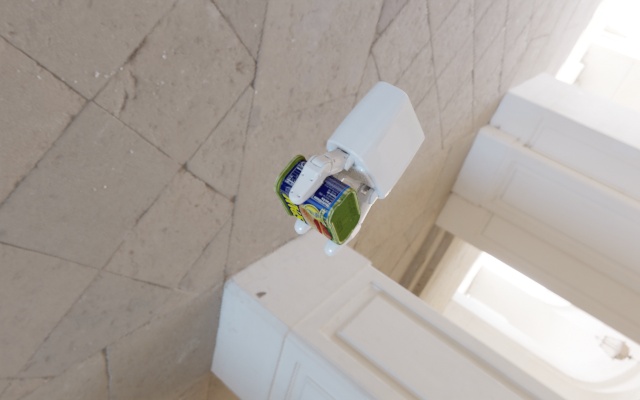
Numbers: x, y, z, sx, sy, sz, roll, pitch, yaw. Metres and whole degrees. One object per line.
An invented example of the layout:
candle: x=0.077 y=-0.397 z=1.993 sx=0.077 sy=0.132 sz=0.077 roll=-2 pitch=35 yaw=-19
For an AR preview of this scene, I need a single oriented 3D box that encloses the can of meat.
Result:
can of meat: x=0.000 y=0.002 z=0.589 sx=0.084 sy=0.057 sz=0.102 roll=32 pitch=-16 yaw=23
